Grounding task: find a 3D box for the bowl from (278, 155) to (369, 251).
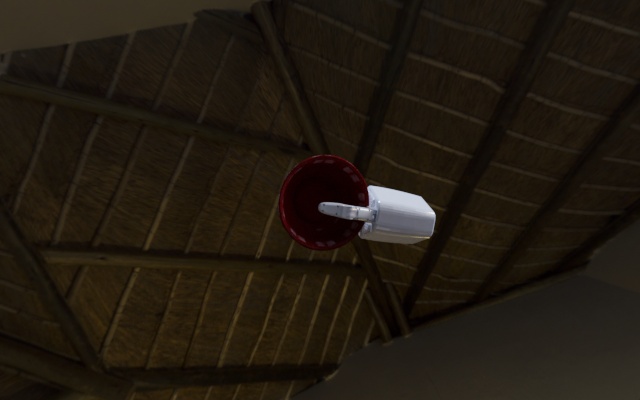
[{"bbox_3d":[-0.001,0.002,0.822,0.162,0.162,0.055,0,6,-19],"label":"bowl"}]
